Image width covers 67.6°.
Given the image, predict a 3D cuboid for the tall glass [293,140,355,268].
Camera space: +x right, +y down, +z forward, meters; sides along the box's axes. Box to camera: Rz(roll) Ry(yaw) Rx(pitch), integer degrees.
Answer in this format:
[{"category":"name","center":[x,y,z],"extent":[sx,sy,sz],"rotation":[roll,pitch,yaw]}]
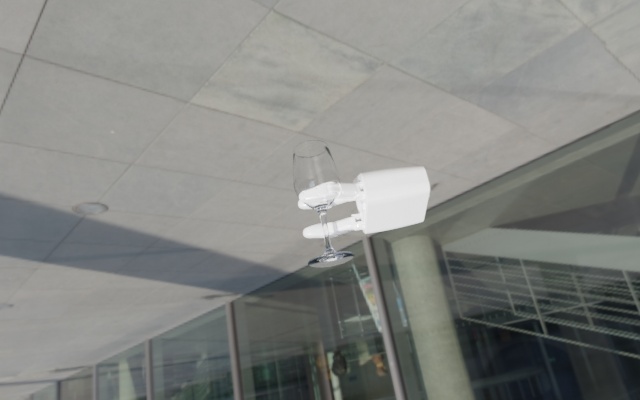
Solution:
[{"category":"tall glass","center":[0.000,0.003,0.782],"extent":[0.079,0.201,0.079],"rotation":[-9,-21,-4]}]
